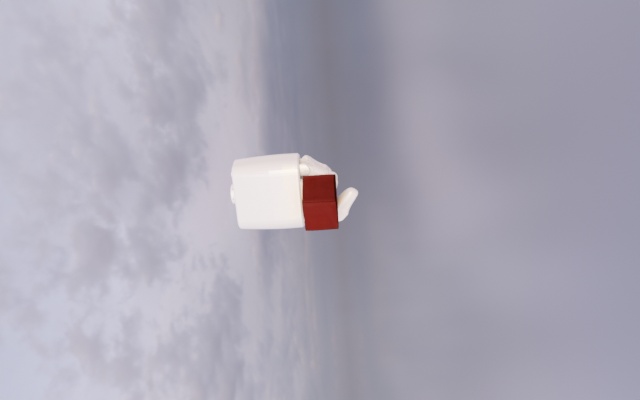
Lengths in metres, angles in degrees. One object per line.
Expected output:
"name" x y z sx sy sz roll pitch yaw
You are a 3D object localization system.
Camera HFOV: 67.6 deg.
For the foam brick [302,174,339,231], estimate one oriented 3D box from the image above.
"foam brick" 0.000 0.002 0.723 0.051 0.053 0.078 -4 33 2
